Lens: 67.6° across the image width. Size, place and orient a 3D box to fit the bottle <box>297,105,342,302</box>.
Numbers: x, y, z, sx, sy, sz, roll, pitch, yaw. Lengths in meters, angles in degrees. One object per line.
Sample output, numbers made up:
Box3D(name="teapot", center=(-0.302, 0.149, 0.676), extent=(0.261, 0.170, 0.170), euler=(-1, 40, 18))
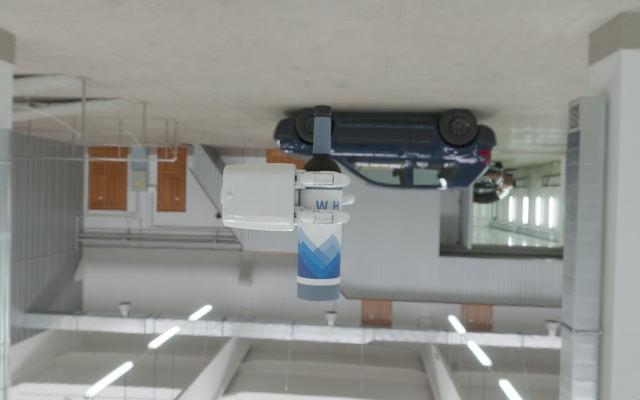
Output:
Box3D(name="bottle", center=(0.000, 0.003, 0.738), extent=(0.069, 0.295, 0.069), euler=(1, 1, 0))
